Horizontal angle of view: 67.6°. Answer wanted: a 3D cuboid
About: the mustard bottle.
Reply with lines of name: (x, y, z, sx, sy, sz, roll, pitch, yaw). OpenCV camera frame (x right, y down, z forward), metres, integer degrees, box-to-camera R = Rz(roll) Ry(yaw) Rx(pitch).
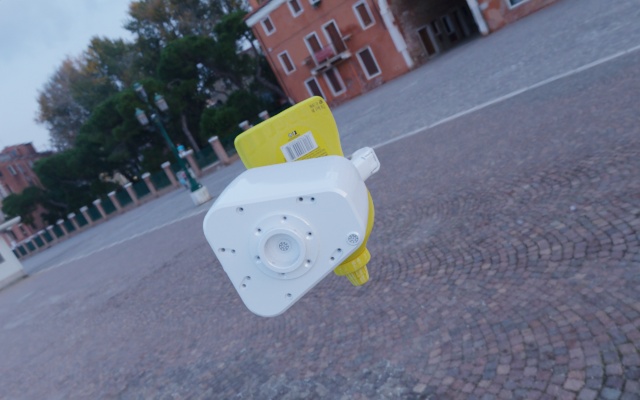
mustard bottle: (0.000, 0.001, 0.478, 0.096, 0.192, 0.058, -31, 12, -15)
